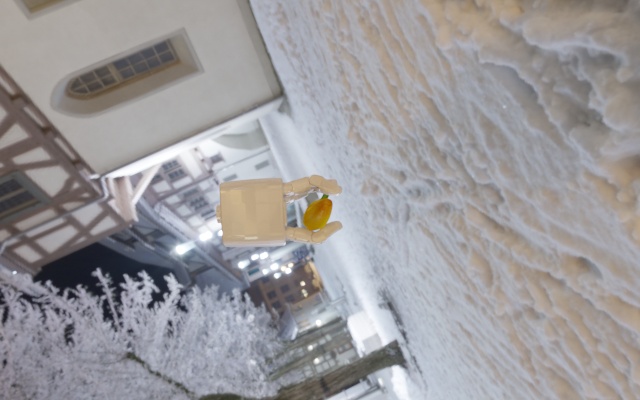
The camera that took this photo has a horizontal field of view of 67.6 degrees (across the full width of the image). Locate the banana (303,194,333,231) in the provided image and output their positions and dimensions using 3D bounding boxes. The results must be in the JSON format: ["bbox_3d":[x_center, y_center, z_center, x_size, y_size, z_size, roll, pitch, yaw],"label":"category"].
[{"bbox_3d":[-0.006,0.020,0.818,0.037,0.069,0.198,19,5,-4],"label":"banana"}]
